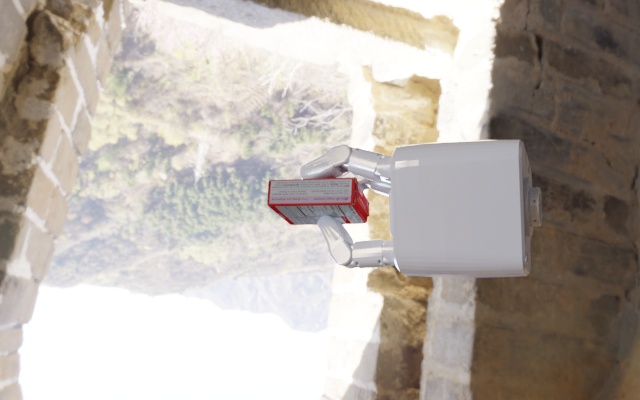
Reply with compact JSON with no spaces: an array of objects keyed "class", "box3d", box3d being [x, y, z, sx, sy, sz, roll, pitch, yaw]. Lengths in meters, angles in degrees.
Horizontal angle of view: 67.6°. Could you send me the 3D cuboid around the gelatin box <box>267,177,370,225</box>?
[{"class":"gelatin box","box3d":[0.000,0.002,0.483,0.089,0.030,0.073,-2,-18,15]}]
